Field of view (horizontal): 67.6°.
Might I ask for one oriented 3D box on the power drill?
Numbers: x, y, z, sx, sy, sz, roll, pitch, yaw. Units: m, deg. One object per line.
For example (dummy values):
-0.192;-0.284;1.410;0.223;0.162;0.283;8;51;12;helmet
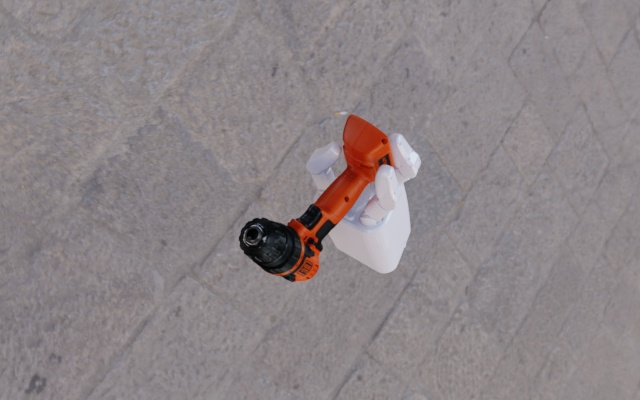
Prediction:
0.000;0.001;0.516;0.057;0.187;0.184;38;-5;18;power drill
